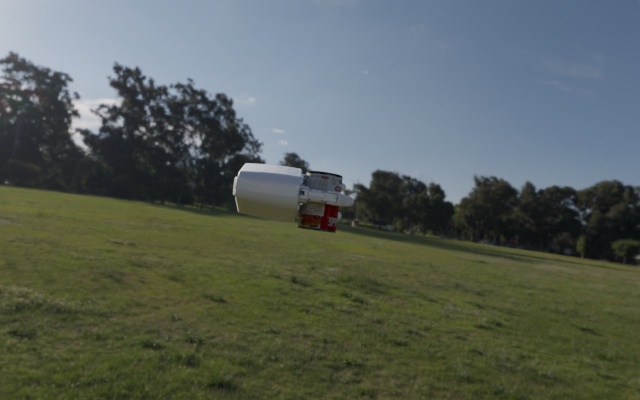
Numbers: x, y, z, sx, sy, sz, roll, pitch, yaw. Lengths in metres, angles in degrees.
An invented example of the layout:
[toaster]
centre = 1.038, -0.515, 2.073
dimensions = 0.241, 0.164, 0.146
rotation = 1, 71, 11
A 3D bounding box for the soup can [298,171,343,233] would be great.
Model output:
[soup can]
centre = 0.001, 0.003, 0.848
dimensions = 0.068, 0.102, 0.068
rotation = 8, -3, 0
